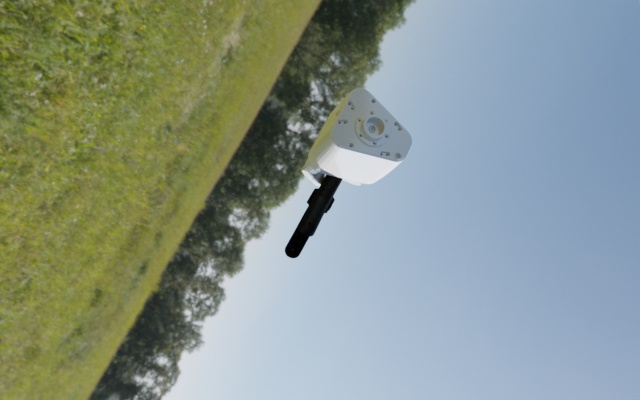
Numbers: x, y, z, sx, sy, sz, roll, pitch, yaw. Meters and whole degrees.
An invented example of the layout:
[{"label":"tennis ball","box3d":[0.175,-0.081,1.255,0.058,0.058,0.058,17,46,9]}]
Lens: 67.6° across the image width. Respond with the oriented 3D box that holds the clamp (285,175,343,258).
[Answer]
[{"label":"clamp","box3d":[0.001,0.003,0.707,0.039,0.171,0.120,29,-18,-8]}]
